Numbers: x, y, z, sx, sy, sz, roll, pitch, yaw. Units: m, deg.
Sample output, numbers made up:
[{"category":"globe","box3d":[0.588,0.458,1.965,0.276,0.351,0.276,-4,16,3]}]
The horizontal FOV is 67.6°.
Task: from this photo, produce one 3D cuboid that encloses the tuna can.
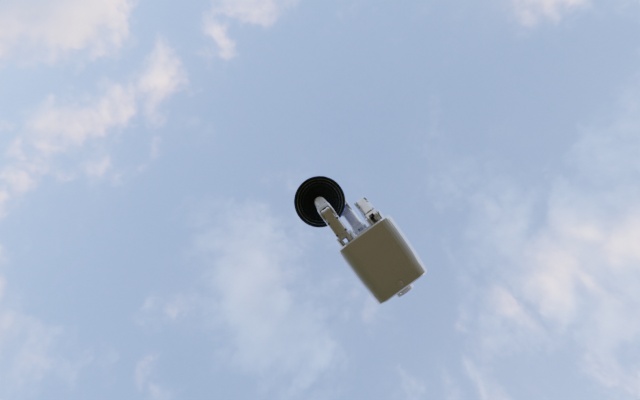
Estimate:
[{"category":"tuna can","box3d":[0.000,0.003,0.805,0.086,0.086,0.034,0,-2,6]}]
